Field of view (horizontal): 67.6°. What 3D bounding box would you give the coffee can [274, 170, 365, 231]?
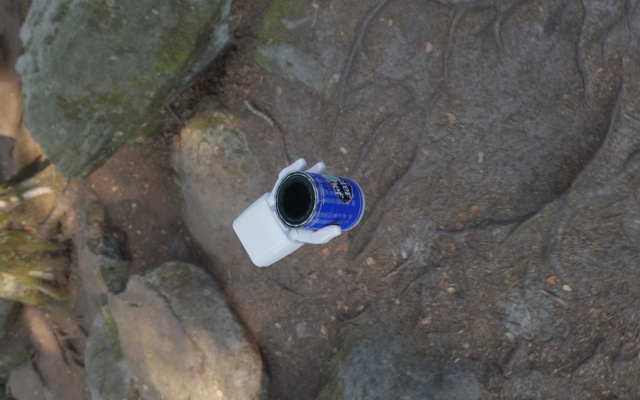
[{"bbox_3d":[0.000,0.003,0.868,0.103,0.103,0.140,0,-4,39],"label":"coffee can"}]
